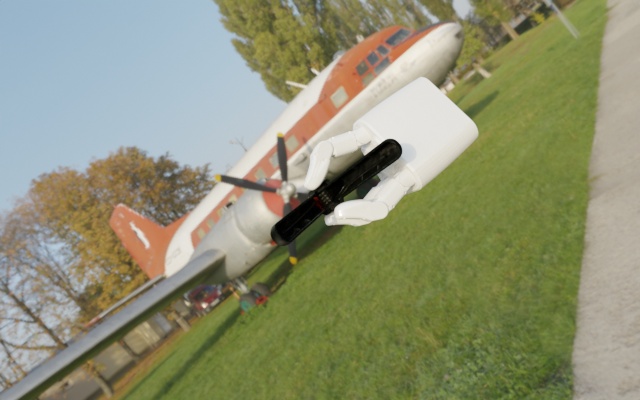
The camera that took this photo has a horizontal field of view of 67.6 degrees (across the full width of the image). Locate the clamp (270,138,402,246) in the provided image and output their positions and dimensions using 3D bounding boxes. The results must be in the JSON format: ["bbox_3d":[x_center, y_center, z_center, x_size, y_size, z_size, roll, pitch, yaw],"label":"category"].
[{"bbox_3d":[0.000,0.001,0.572,0.164,0.036,0.210,-37,1,-14],"label":"clamp"}]
